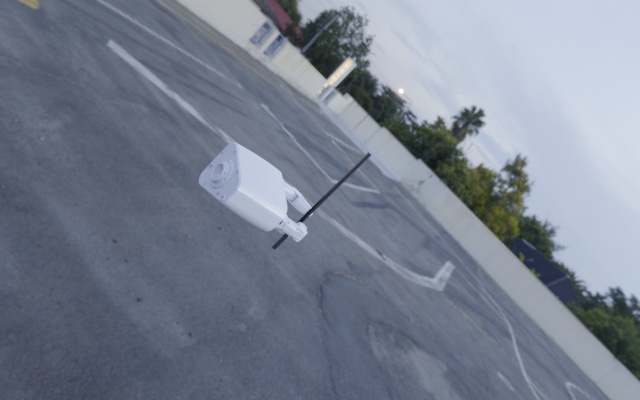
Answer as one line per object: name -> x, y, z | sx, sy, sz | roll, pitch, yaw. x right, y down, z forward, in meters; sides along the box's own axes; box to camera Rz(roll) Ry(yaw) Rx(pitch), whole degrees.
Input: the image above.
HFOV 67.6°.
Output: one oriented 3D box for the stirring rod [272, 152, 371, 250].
stirring rod -> 0.000, 0.003, 0.837 | 0.239, 0.011, 0.011 | -44, -10, 10
